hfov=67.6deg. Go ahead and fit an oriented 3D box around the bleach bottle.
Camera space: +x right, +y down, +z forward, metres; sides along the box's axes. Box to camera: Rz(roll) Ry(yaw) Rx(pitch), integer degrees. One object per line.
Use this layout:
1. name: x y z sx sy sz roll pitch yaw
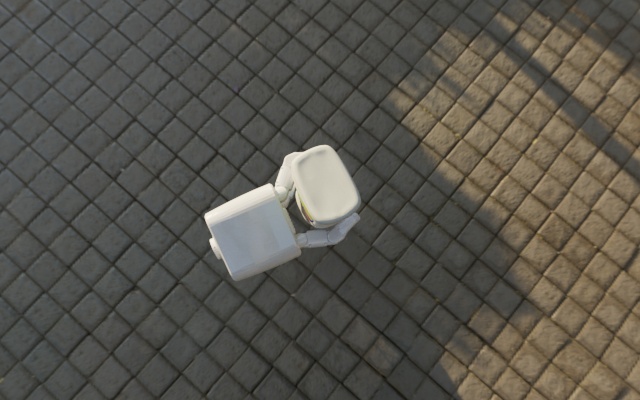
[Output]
1. bleach bottle: 0.000 0.002 0.709 0.068 0.102 0.251 -25 -9 -7
